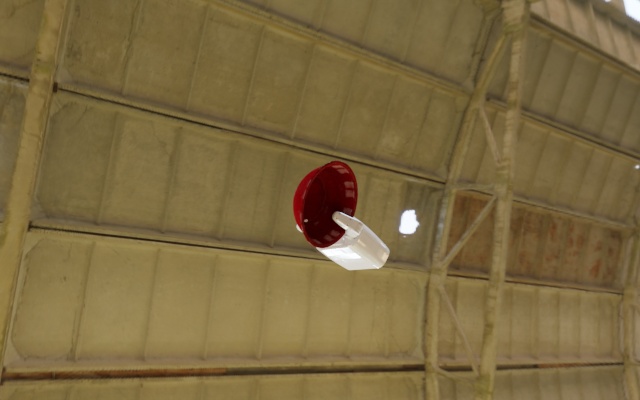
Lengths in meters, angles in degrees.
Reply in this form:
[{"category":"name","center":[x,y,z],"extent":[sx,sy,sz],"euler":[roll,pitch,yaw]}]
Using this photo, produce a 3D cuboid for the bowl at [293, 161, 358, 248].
[{"category":"bowl","center":[-0.001,0.002,0.876],"extent":[0.055,0.162,0.162],"euler":[16,10,38]}]
